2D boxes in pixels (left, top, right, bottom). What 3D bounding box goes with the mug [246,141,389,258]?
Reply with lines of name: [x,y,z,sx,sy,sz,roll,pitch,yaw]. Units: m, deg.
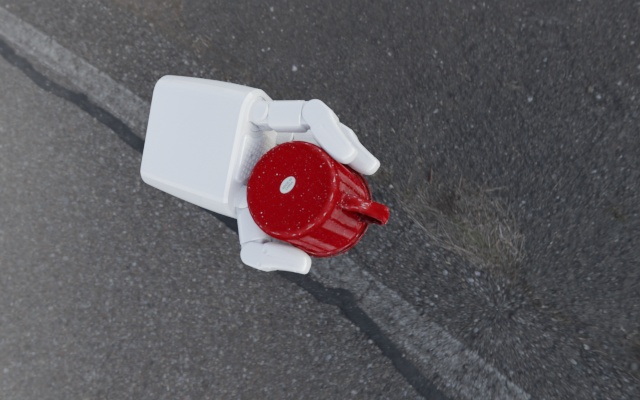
mug: [0.001,0.002,0.404,0.117,0.093,0.081,14,-7,24]
